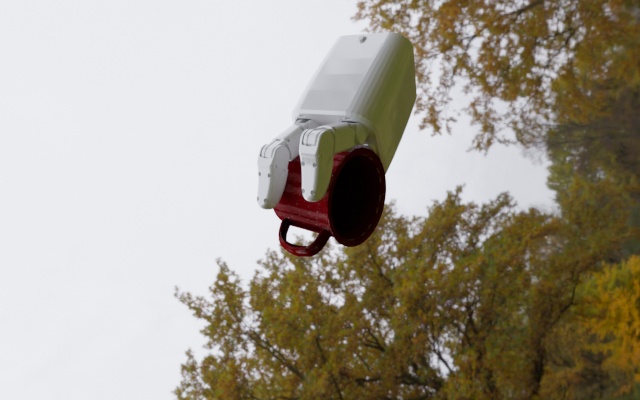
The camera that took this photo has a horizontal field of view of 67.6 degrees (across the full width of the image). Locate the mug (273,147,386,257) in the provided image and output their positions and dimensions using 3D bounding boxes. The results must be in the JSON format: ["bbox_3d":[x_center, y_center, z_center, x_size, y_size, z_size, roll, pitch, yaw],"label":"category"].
[{"bbox_3d":[-0.001,0.003,0.461,0.081,0.117,0.093,12,-25,38],"label":"mug"}]
